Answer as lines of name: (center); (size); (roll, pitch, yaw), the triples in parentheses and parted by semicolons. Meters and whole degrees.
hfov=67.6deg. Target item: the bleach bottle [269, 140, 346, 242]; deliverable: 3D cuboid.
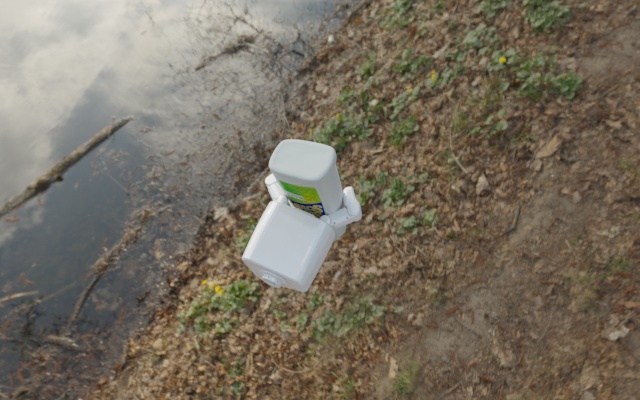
bleach bottle: (0.000, 0.003, 0.795); (0.102, 0.068, 0.251); (14, -26, 24)
